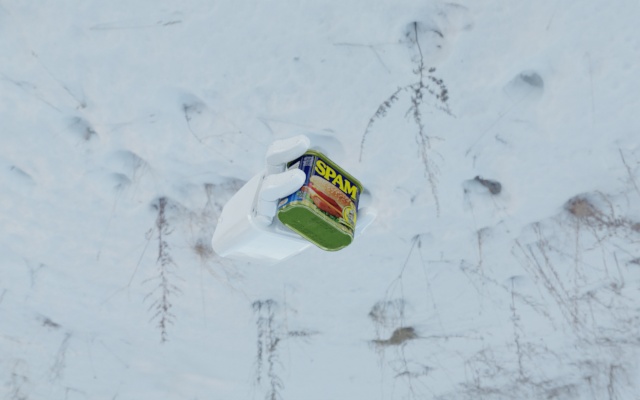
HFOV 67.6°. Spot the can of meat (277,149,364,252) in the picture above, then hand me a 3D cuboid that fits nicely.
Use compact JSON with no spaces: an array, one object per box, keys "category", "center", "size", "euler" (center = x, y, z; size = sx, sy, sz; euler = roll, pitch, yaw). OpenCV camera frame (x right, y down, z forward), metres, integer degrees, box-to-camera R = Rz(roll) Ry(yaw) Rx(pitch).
[{"category":"can of meat","center":[0.000,0.002,0.578],"size":[0.102,0.084,0.057],"euler":[35,-43,-27]}]
